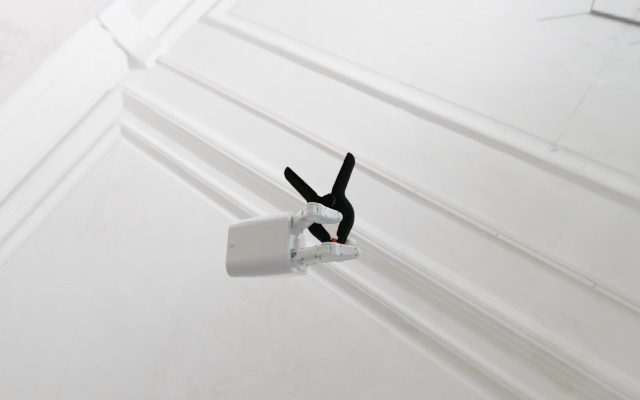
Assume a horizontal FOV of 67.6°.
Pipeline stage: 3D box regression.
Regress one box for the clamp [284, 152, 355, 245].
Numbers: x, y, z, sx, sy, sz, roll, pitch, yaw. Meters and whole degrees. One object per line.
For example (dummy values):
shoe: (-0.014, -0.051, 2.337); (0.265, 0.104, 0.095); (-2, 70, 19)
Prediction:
clamp: (0.000, 0.003, 0.765); (0.120, 0.171, 0.039); (-8, -29, 12)
